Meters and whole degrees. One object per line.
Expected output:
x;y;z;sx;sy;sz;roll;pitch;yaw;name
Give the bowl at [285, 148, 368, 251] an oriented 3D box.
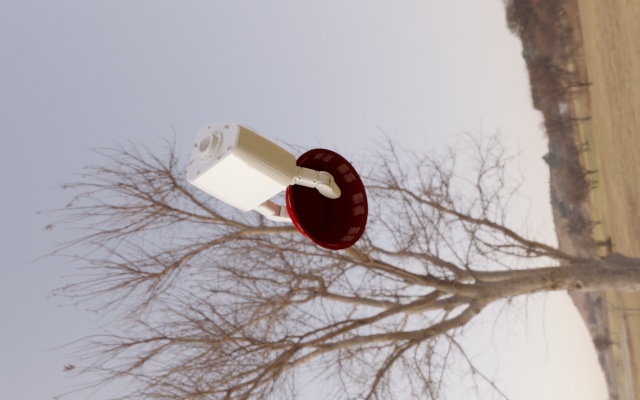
0.001;0.003;0.753;0.162;0.162;0.055;0;-14;-40;bowl
